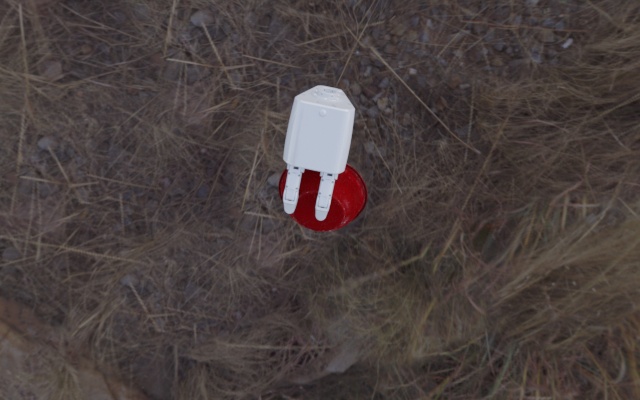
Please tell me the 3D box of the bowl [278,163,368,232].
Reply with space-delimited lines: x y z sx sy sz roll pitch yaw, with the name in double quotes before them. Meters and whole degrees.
"bowl" 0.000 0.004 0.838 0.162 0.162 0.055 0 40 11
